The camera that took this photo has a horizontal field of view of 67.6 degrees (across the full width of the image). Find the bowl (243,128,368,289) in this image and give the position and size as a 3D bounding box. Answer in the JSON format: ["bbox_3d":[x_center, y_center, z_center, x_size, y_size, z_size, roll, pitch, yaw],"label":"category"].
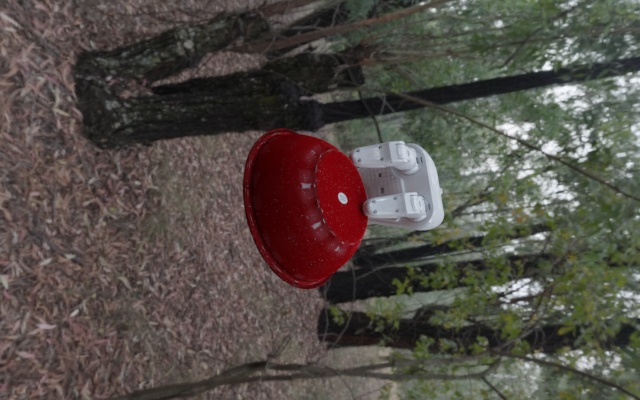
[{"bbox_3d":[0.000,0.002,0.459,0.055,0.162,0.162,-14,-8,33],"label":"bowl"}]
